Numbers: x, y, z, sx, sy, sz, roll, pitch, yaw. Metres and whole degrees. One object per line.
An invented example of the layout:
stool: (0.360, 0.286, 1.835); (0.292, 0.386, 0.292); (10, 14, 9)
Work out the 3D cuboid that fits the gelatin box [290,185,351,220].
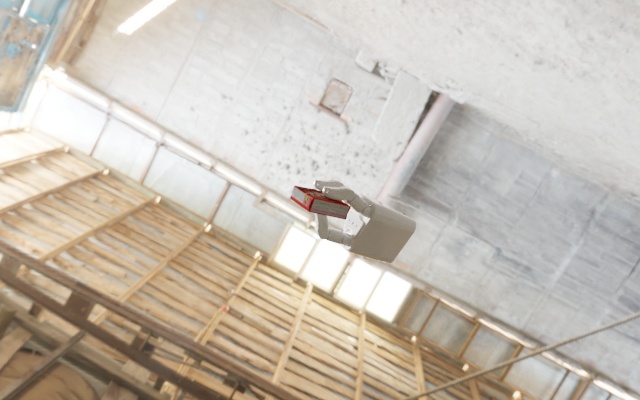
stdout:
gelatin box: (0.000, 0.003, 0.880); (0.089, 0.030, 0.073); (12, 13, -35)
